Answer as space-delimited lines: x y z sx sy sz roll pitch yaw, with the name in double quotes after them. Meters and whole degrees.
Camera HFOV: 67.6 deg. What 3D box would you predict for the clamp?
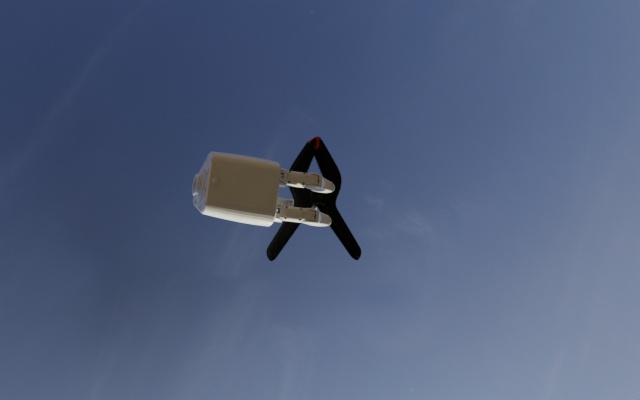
0.000 0.002 0.785 0.164 0.210 0.036 10 -11 -26 "clamp"
